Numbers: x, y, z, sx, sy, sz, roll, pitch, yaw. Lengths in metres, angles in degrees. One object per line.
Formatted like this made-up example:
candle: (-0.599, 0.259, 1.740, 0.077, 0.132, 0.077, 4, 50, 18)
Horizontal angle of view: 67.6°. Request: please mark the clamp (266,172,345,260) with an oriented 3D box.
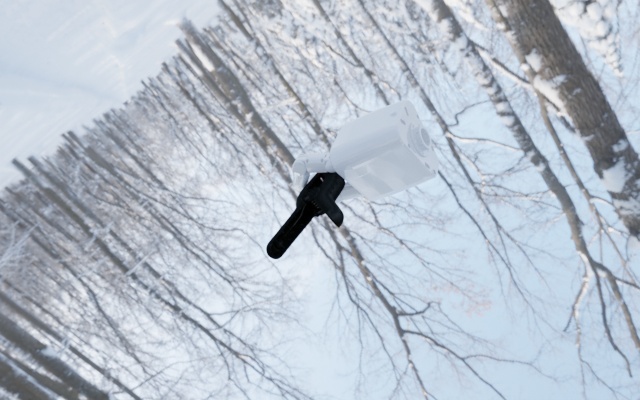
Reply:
clamp: (0.000, 0.002, 0.638, 0.120, 0.039, 0.171, -19, 31, 35)
